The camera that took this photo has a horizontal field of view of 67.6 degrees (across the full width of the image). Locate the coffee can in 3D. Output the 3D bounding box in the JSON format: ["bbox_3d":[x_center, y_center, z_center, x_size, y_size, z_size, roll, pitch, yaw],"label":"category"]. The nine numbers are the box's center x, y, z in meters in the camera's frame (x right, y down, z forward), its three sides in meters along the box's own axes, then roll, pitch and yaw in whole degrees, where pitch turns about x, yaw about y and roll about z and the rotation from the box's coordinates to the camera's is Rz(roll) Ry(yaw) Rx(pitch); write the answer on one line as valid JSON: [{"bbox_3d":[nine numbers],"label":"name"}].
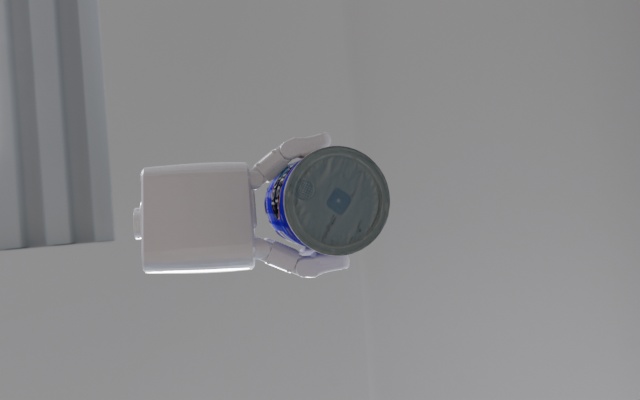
[{"bbox_3d":[0.000,0.002,0.509,0.103,0.103,0.140,0,-1,-14],"label":"coffee can"}]
